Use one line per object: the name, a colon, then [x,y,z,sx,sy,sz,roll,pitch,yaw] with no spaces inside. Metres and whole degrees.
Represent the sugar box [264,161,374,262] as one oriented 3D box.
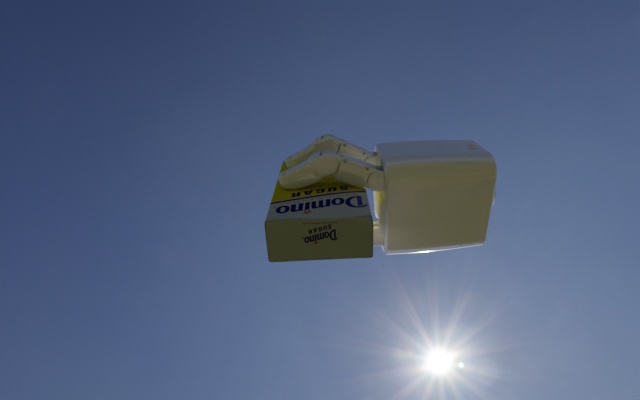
sugar box: [0.000,0.001,0.481,0.093,0.048,0.176,-3,19,1]
